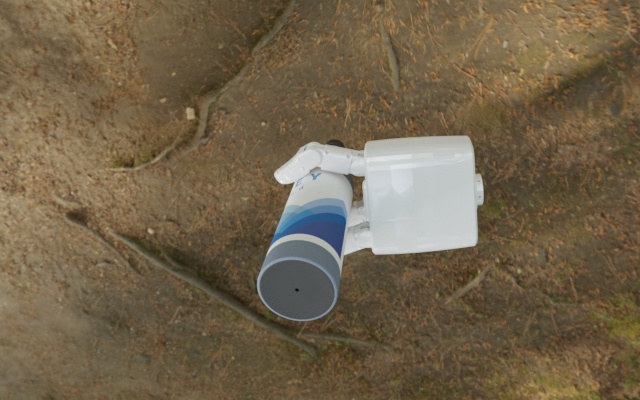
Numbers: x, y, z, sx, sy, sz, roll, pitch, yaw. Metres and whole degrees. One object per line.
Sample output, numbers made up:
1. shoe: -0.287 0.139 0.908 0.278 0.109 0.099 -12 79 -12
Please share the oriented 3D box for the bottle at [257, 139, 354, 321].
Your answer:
1. bottle: 0.000 0.002 0.513 0.069 0.069 0.295 0 29 9
